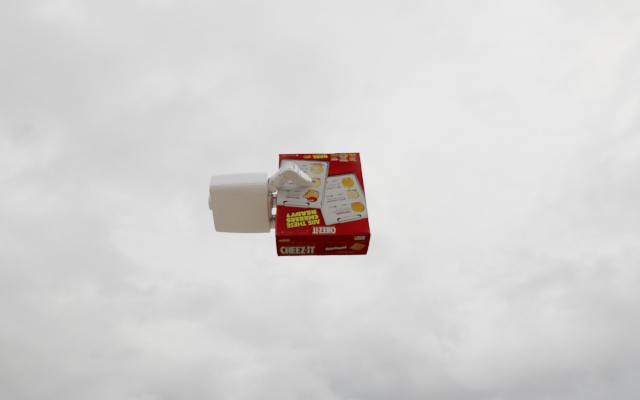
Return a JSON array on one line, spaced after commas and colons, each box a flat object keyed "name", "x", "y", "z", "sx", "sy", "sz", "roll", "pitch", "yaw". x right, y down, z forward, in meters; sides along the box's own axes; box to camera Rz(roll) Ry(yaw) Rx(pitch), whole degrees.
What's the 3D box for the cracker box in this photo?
[{"name": "cracker box", "x": 0.000, "y": 0.003, "z": 0.894, "sx": 0.164, "sy": 0.213, "sz": 0.072, "roll": -1, "pitch": -44, "yaw": -2}]
